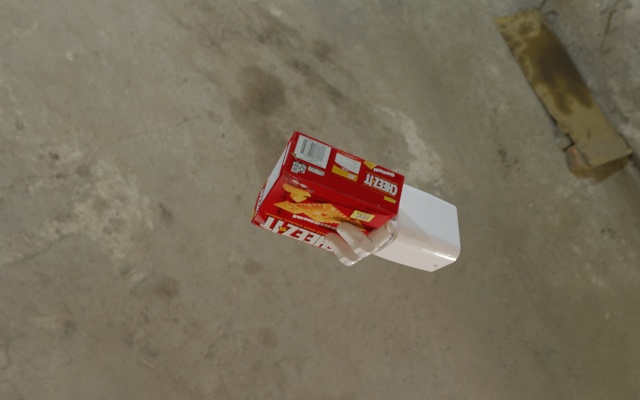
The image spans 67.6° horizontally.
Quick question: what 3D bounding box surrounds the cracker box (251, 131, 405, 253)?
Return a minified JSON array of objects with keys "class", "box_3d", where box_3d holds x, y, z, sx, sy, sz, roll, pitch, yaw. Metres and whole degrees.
[{"class":"cracker box","box_3d":[0.000,0.002,0.708,0.164,0.072,0.214,21,-27,-11]}]
